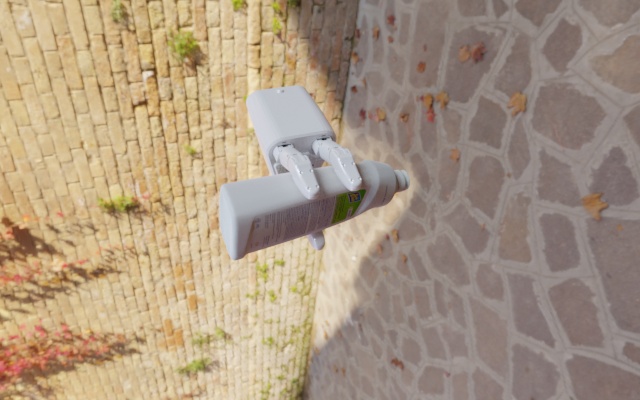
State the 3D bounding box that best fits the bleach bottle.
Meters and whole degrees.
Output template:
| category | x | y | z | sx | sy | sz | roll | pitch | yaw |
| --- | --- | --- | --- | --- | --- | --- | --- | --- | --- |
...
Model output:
| category | x | y | z | sx | sy | sz | roll | pitch | yaw |
| --- | --- | --- | --- | --- | --- | --- | --- | --- | --- |
| bleach bottle | 0.000 | 0.002 | 0.619 | 0.251 | 0.068 | 0.103 | -12 | -36 | -21 |
